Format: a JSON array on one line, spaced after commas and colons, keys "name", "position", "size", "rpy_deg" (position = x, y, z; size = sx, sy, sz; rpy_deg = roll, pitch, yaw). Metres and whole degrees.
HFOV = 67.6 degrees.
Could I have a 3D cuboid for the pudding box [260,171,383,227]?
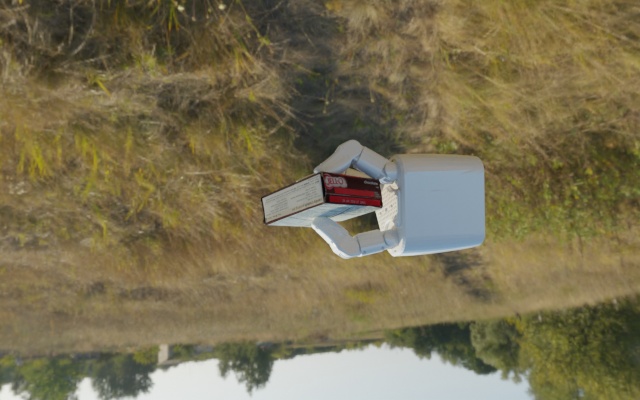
[{"name": "pudding box", "position": [0.000, 0.002, 0.543], "size": [0.090, 0.039, 0.113], "rpy_deg": [6, -20, -41]}]
